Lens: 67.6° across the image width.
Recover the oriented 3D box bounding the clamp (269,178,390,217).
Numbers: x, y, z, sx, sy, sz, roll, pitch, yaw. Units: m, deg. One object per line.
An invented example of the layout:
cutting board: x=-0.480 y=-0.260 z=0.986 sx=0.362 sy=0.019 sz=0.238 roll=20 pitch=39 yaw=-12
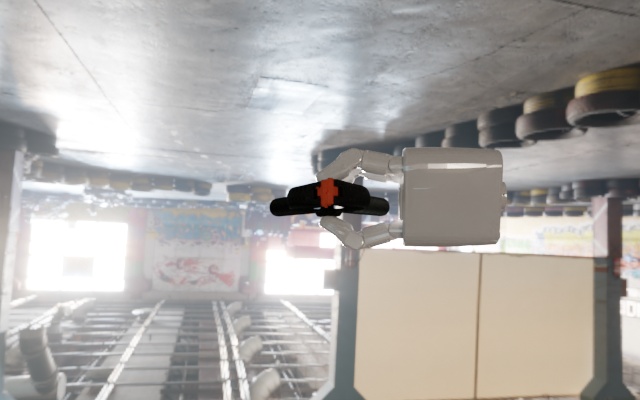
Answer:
clamp: x=0.000 y=0.003 z=0.576 sx=0.164 sy=0.036 sz=0.210 roll=-2 pitch=-5 yaw=8
